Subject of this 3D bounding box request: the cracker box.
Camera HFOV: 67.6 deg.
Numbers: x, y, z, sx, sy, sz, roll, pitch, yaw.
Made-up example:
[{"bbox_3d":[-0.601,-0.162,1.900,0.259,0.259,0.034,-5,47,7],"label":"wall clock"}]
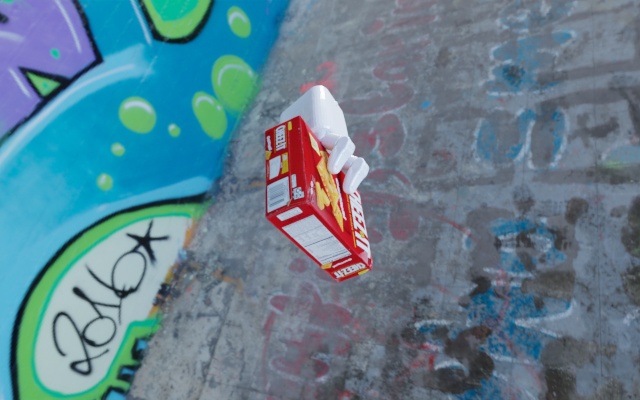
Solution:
[{"bbox_3d":[0.000,0.002,0.725,0.072,0.164,0.214,-22,-41,19],"label":"cracker box"}]
